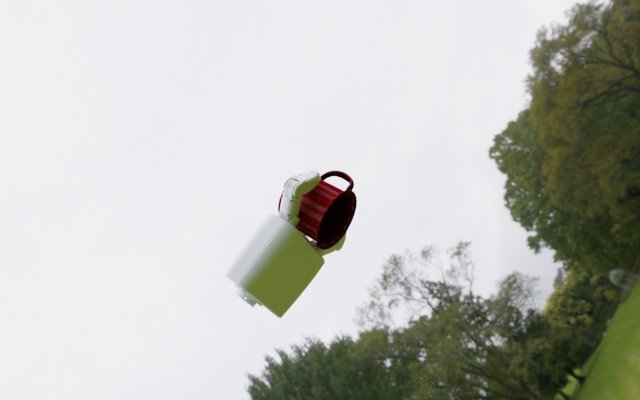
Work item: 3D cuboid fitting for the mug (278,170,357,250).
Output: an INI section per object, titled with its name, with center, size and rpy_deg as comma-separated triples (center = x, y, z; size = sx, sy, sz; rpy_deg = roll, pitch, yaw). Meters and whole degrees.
[mug]
center = 0.001, 0.001, 0.691
size = 0.081, 0.117, 0.093
rpy_deg = 28, -19, 28
